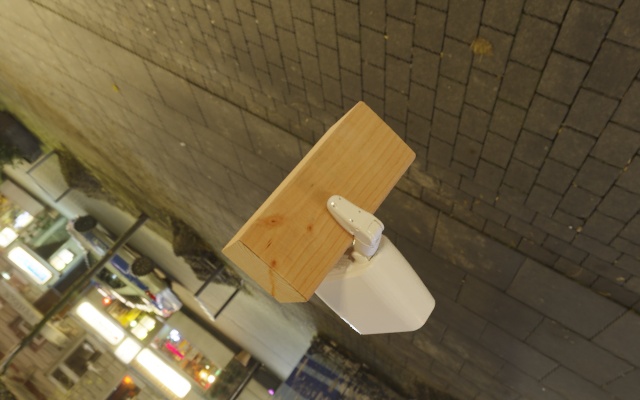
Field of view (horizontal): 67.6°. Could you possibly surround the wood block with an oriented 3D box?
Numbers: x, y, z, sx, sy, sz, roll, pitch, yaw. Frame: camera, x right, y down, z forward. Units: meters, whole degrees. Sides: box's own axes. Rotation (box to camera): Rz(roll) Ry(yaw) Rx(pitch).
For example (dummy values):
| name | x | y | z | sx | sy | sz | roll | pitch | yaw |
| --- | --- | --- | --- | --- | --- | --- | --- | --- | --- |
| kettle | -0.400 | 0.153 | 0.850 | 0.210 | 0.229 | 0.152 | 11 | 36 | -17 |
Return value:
| name | x | y | z | sx | sy | sz | roll | pitch | yaw |
| --- | --- | --- | --- | --- | --- | --- | --- | --- | --- |
| wood block | 0.000 | 0.002 | 0.522 | 0.090 | 0.206 | 0.091 | 43 | -24 | -9 |
